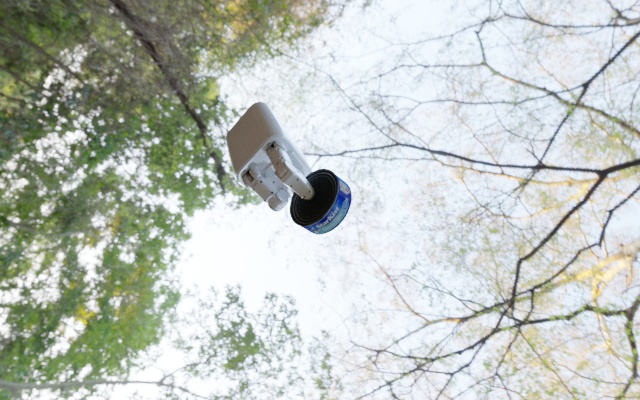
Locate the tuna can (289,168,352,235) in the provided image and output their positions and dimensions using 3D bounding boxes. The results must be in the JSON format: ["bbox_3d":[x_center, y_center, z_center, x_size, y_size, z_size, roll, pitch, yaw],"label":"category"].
[{"bbox_3d":[0.000,0.002,0.646,0.086,0.086,0.034,0,-26,46],"label":"tuna can"}]
